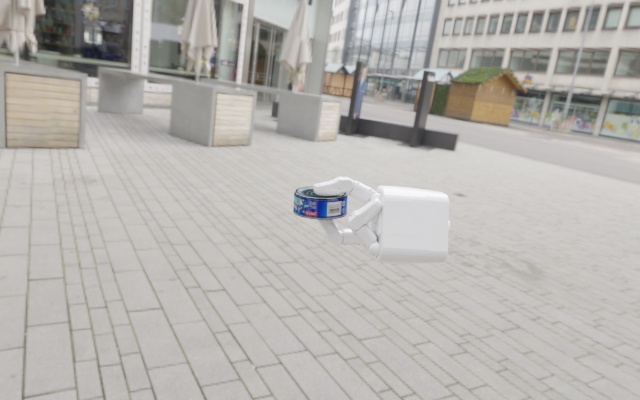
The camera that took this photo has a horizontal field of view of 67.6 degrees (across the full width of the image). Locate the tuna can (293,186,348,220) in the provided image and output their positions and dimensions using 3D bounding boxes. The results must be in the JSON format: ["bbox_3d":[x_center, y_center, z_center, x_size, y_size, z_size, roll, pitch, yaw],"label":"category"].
[{"bbox_3d":[0.000,0.002,0.751,0.086,0.034,0.086,2,15,-1],"label":"tuna can"}]
